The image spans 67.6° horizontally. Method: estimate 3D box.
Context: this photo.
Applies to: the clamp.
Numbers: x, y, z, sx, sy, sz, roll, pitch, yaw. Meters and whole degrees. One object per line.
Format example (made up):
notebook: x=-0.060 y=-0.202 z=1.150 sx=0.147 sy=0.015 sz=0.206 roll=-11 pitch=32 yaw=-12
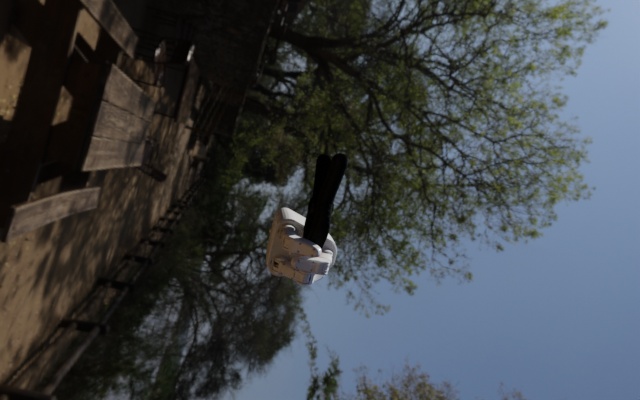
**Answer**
clamp: x=0.001 y=0.003 z=0.748 sx=0.039 sy=0.171 sz=0.120 roll=16 pitch=10 yaw=-9
